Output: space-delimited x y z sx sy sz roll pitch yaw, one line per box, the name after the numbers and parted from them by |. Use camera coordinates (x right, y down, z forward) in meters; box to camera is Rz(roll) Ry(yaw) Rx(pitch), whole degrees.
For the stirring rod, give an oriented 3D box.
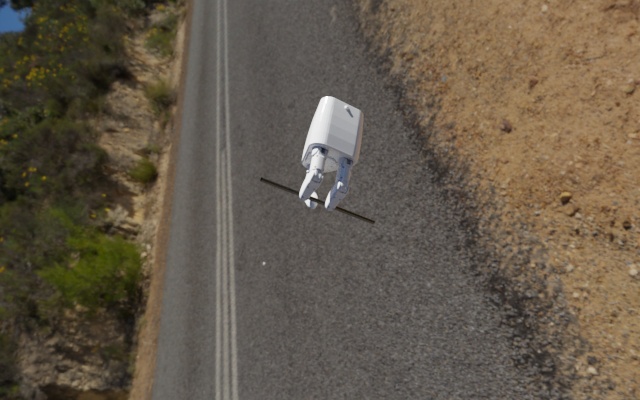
0.000 0.003 0.875 0.239 0.011 0.011 21 -9 -24 | stirring rod
